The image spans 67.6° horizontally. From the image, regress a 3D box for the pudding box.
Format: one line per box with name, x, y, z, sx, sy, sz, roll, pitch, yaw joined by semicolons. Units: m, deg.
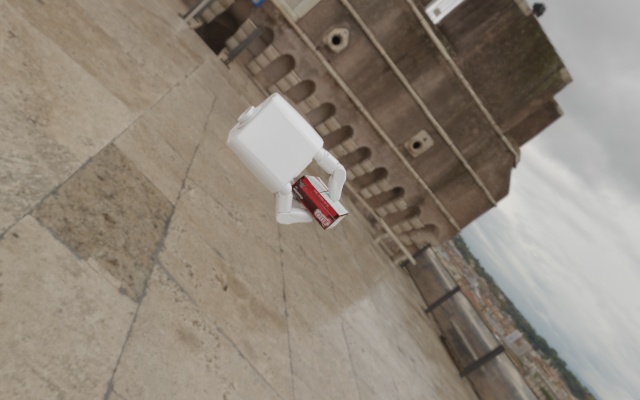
pudding box;0.000;0.002;0.799;0.039;0.090;0.113;-41;-7;10
